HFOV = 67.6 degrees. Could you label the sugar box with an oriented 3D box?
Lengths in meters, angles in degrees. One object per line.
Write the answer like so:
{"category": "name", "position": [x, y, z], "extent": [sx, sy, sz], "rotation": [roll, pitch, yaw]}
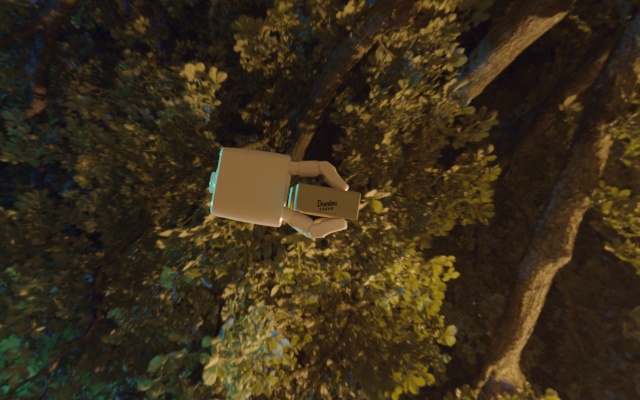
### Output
{"category": "sugar box", "position": [0.000, 0.003, 0.756], "extent": [0.093, 0.048, 0.176], "rotation": [9, 1, -6]}
